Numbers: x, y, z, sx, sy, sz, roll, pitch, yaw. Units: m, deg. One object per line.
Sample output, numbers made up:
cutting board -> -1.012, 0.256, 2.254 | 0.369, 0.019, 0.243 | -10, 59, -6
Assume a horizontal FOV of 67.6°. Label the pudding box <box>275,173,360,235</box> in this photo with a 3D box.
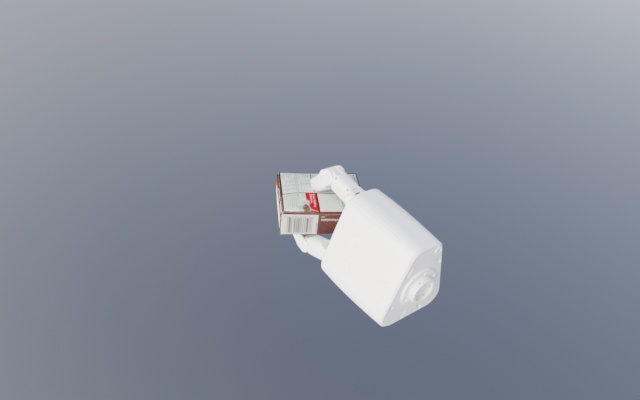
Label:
pudding box -> 0.000, 0.002, 0.626 | 0.113, 0.039, 0.090 | 1, 36, -10
